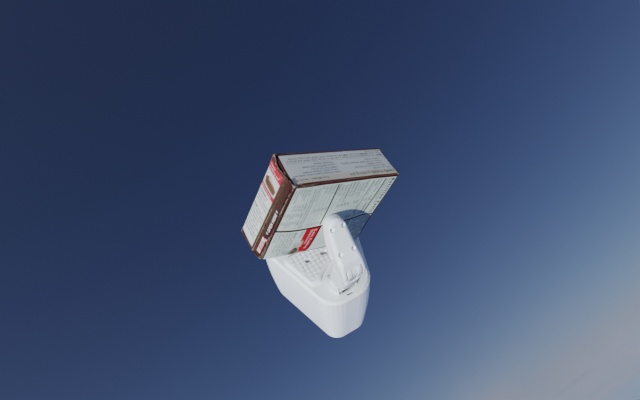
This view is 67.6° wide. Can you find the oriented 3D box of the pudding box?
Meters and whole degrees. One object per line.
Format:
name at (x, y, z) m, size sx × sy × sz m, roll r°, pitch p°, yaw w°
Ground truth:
pudding box at (0.000, 0.001, 0.404) m, size 0.113 × 0.039 × 0.090 m, roll -10°, pitch -39°, yaw -38°
